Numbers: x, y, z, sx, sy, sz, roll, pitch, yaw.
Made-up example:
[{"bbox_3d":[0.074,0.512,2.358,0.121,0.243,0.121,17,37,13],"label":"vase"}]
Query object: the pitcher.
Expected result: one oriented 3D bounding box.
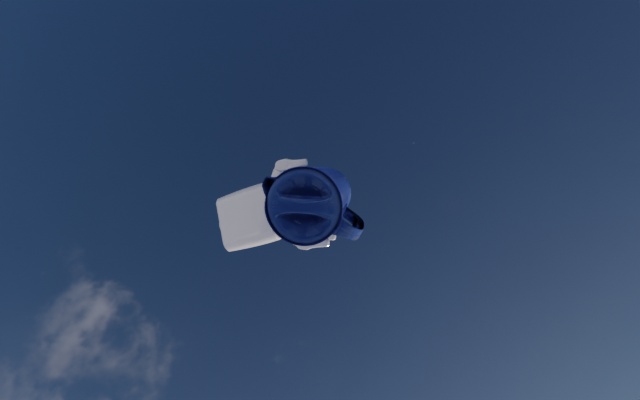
[{"bbox_3d":[0.000,0.003,0.896,0.145,0.149,0.243,-16,3,12],"label":"pitcher"}]
